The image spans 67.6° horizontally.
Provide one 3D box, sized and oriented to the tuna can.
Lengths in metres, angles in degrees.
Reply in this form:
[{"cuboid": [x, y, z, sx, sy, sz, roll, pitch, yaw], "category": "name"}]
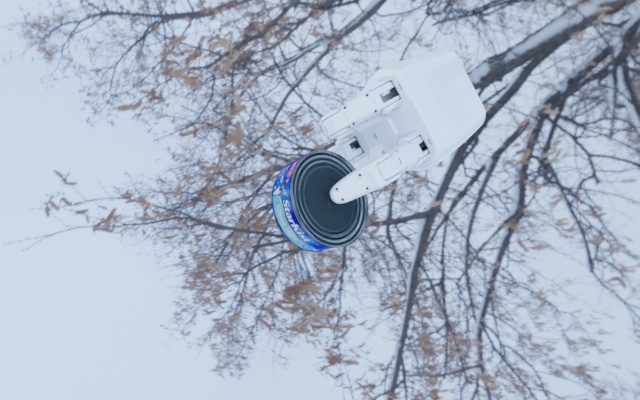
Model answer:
[{"cuboid": [0.000, 0.002, 0.418, 0.086, 0.086, 0.034, 0, -13, -41], "category": "tuna can"}]
